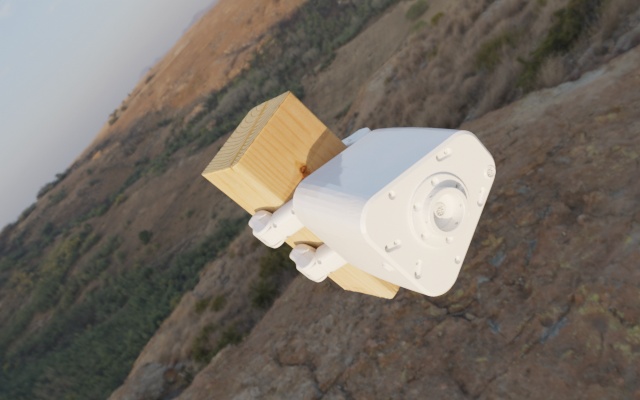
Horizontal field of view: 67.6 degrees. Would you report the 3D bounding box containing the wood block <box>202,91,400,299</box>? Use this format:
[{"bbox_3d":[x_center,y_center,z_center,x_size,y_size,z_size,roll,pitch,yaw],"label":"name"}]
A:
[{"bbox_3d":[0.000,0.001,0.480,0.206,0.090,0.090,42,-22,-23],"label":"wood block"}]
